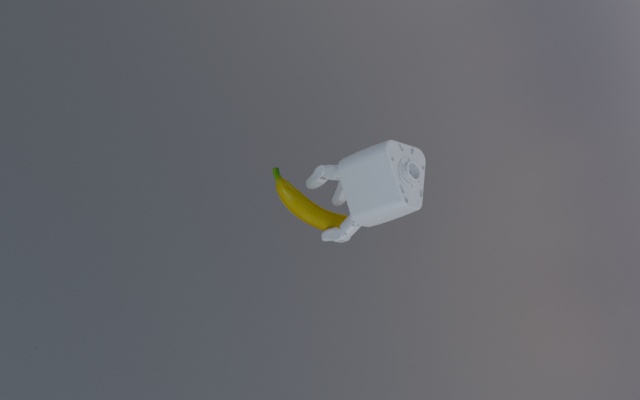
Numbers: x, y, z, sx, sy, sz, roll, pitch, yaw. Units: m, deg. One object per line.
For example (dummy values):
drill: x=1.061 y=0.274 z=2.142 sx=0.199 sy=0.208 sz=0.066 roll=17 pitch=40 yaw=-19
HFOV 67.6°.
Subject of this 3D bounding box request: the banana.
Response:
banana: x=-0.007 y=0.016 z=0.835 sx=0.198 sy=0.069 sz=0.037 roll=35 pitch=-39 yaw=-26
